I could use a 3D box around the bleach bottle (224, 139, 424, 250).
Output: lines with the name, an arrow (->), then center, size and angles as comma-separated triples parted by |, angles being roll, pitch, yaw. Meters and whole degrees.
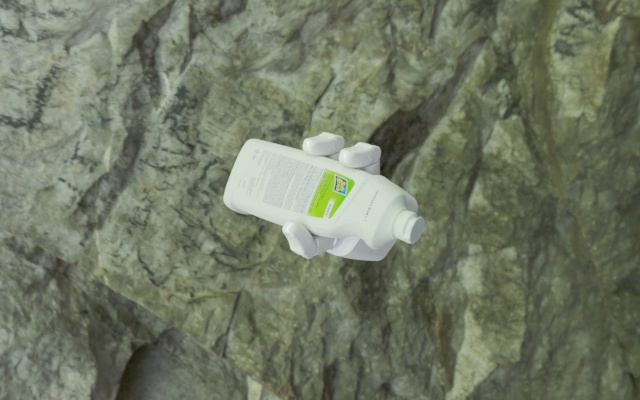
bleach bottle -> 0.000, 0.002, 0.556 | 0.250, 0.102, 0.068 | 21, 1, 36
